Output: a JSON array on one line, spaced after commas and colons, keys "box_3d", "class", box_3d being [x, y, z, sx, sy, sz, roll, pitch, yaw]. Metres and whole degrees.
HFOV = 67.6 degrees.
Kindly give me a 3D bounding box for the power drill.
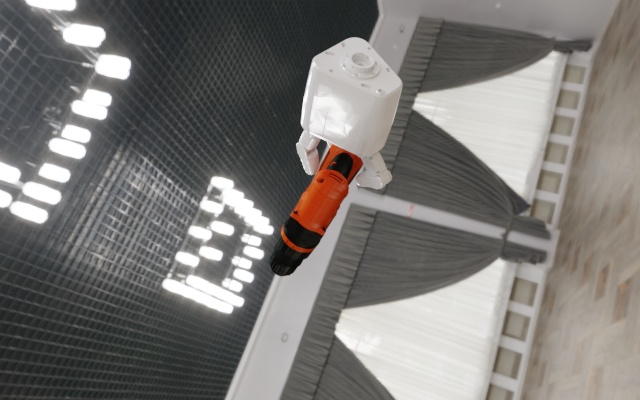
[{"box_3d": [0.000, 0.002, 0.674, 0.057, 0.184, 0.187, 32, 36, -3], "class": "power drill"}]
